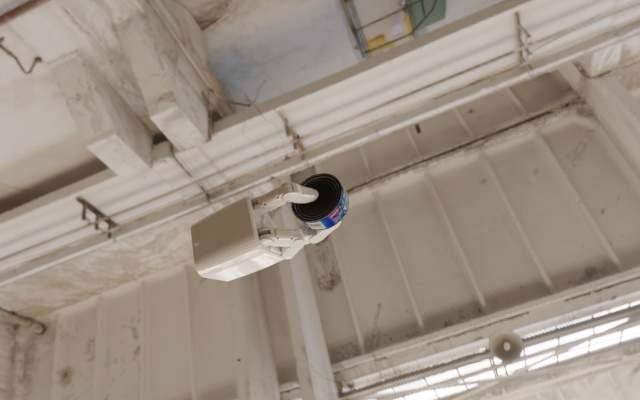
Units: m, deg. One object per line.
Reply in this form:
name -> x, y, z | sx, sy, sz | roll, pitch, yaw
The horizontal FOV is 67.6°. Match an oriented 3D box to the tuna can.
tuna can -> 0.000, 0.003, 0.738 | 0.086, 0.086, 0.034 | 0, -30, 29
